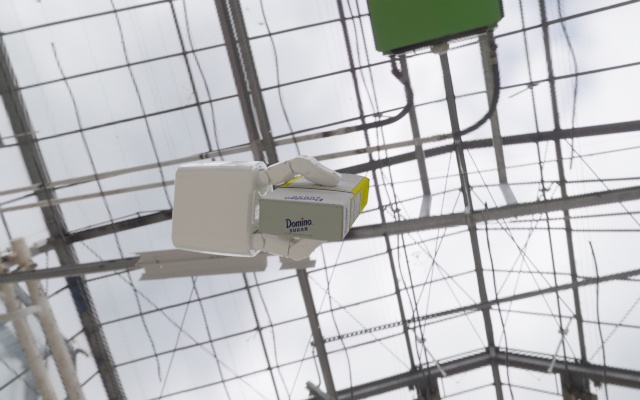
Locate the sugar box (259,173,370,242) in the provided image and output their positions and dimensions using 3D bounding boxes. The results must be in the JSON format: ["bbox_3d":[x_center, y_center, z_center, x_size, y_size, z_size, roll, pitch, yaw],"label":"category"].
[{"bbox_3d":[0.000,0.002,0.572,0.093,0.048,0.176,5,16,14],"label":"sugar box"}]
